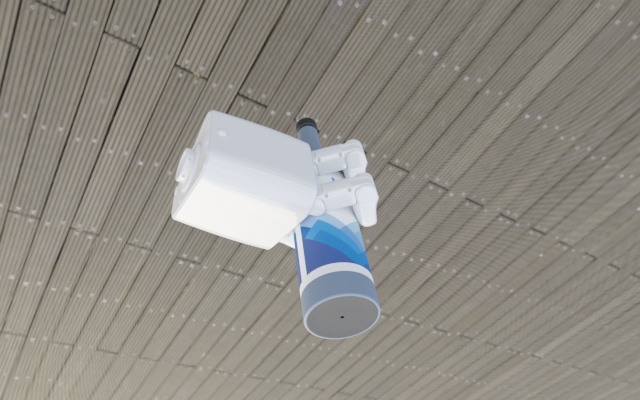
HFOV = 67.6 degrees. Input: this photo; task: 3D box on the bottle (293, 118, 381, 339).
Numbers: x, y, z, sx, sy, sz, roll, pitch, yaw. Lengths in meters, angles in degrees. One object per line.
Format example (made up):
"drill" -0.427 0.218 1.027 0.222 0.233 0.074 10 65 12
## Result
"bottle" 0.000 0.002 0.513 0.069 0.069 0.295 0 42 -10
